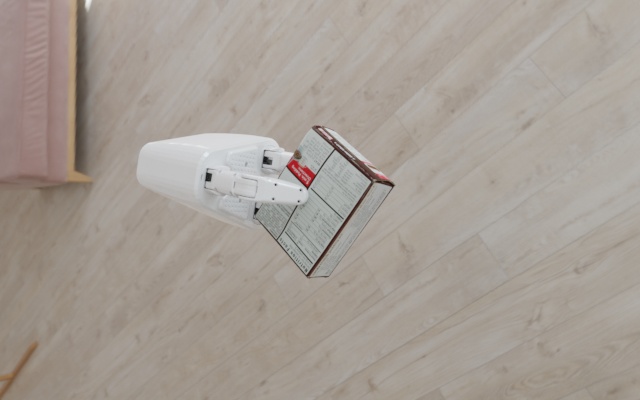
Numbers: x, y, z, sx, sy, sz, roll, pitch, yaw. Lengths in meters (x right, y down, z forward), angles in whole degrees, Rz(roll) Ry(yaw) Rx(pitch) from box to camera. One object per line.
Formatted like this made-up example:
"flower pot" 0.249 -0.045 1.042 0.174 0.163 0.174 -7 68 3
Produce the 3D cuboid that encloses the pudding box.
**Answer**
"pudding box" 0.000 0.001 0.439 0.090 0.113 0.039 45 24 29
